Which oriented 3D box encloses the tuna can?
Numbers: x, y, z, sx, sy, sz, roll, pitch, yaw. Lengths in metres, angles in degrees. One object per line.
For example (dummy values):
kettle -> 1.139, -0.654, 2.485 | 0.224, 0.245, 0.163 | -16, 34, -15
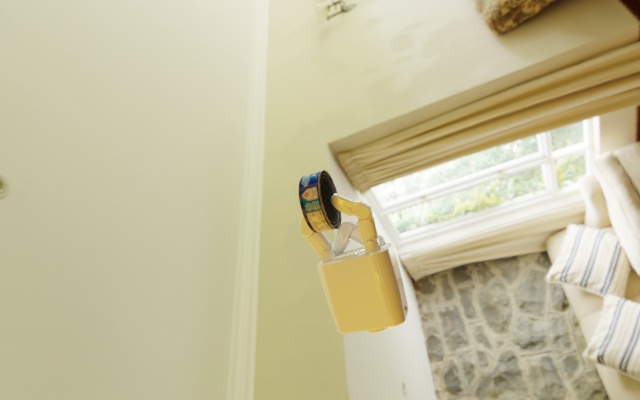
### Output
tuna can -> 0.000, 0.002, 0.678 | 0.034, 0.086, 0.086 | -14, -4, 17
